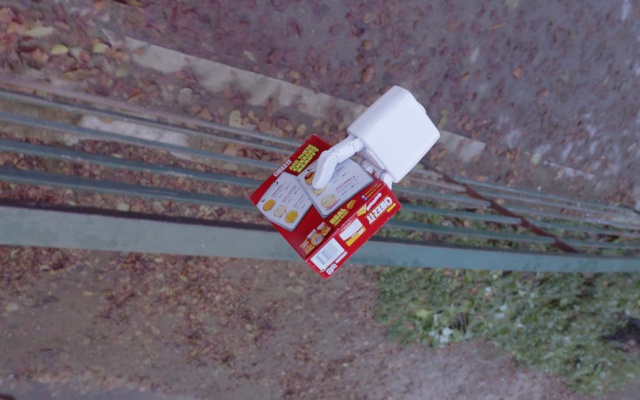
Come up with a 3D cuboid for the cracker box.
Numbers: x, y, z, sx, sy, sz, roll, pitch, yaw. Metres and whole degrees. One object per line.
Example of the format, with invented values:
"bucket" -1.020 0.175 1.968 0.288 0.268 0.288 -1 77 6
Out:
"cracker box" 0.000 0.003 0.775 0.072 0.164 0.213 49 -5 -41
